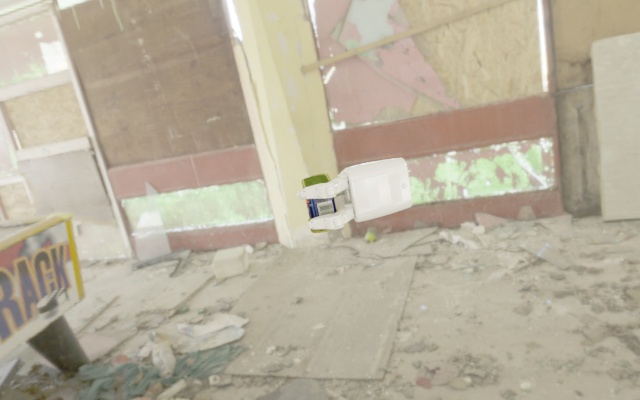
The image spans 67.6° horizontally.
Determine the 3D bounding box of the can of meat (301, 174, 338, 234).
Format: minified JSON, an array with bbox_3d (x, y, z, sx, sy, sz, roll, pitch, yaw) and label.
[{"bbox_3d":[0.000,0.003,0.862,0.057,0.084,0.102,-12,14,-2],"label":"can of meat"}]
